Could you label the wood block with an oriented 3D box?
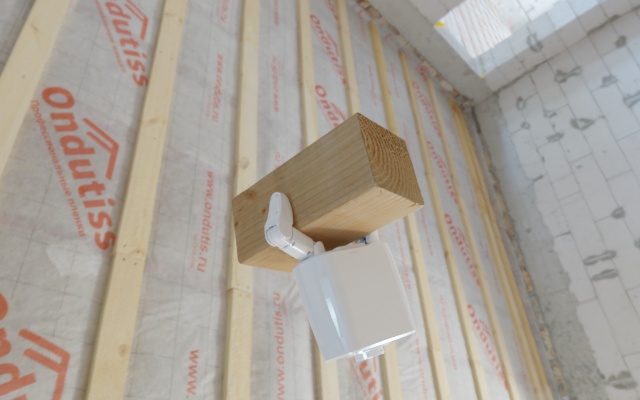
[{"bbox_3d":[0.000,0.002,0.548,0.206,0.090,0.091,-31,-33,33],"label":"wood block"}]
